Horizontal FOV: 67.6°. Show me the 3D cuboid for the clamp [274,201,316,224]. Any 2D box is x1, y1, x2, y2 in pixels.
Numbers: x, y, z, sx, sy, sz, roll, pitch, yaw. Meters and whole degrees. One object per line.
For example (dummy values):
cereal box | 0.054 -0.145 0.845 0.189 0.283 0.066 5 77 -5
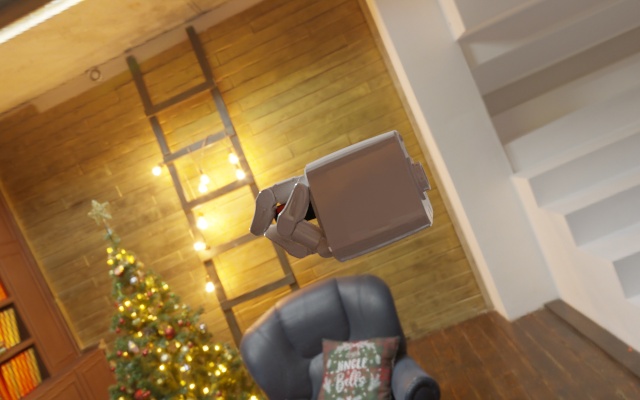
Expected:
clamp | 0.000 0.001 0.610 0.120 0.039 0.171 -22 5 16
